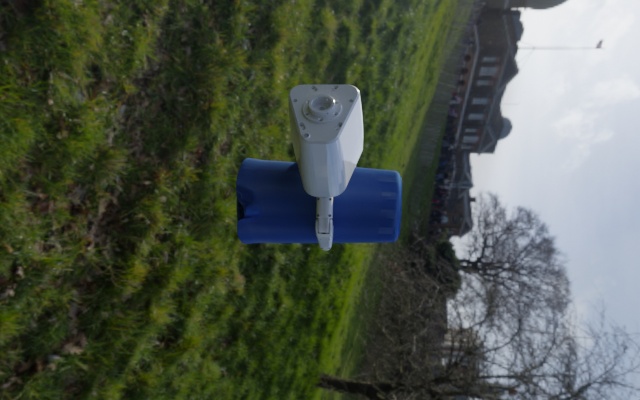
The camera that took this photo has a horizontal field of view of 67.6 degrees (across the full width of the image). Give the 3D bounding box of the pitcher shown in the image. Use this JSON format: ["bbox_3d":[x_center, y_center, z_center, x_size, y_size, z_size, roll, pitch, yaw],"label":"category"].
[{"bbox_3d":[0.000,0.002,0.738,0.243,0.149,0.145,2,-36,7],"label":"pitcher"}]
